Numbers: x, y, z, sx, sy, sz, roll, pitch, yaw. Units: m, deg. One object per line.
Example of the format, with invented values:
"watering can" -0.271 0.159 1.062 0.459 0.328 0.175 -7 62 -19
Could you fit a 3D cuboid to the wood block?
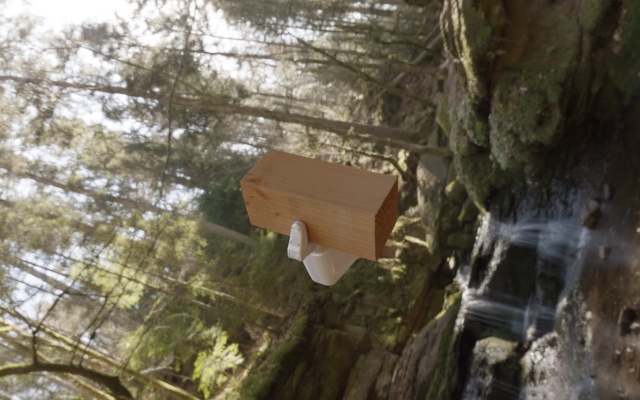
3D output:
"wood block" 0.000 0.003 0.695 0.206 0.090 0.090 14 45 22
